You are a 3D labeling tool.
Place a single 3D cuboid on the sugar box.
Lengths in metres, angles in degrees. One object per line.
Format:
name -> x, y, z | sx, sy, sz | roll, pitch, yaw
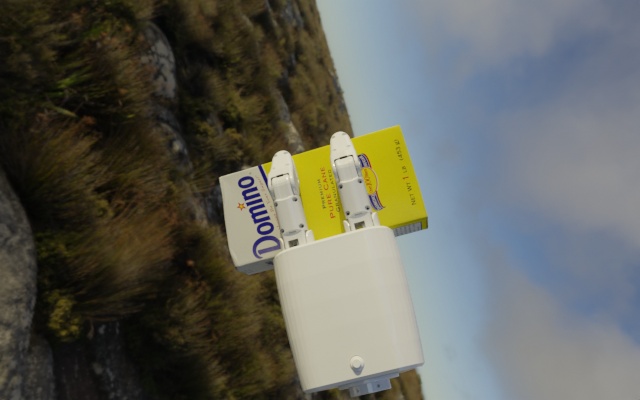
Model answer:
sugar box -> 0.000, 0.001, 0.438 | 0.176, 0.093, 0.048 | -15, -20, 5
